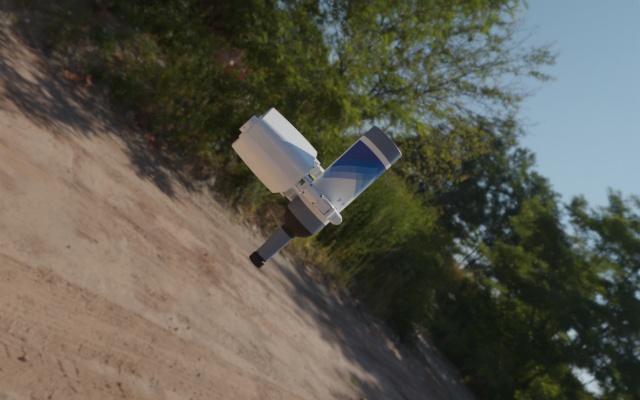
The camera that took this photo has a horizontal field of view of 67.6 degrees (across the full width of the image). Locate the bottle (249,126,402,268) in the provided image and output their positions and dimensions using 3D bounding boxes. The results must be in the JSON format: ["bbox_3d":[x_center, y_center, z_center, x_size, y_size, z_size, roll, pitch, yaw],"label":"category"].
[{"bbox_3d":[0.000,0.002,0.777,0.296,0.069,0.069,-42,-2,2],"label":"bottle"}]
